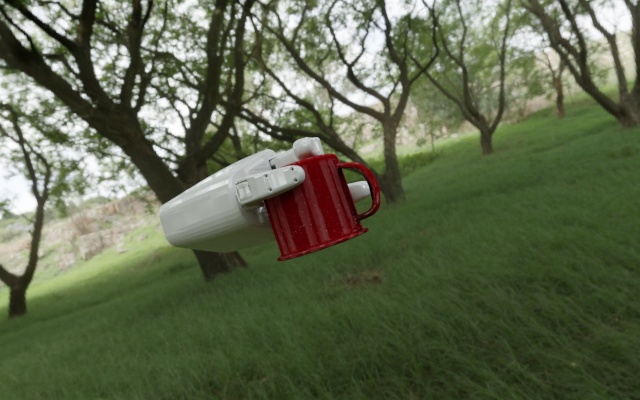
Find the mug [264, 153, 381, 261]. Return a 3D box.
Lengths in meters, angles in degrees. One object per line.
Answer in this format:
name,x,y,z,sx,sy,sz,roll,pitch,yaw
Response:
mug,0.001,0.001,0.454,0.117,0.081,0.093,-19,-2,26
